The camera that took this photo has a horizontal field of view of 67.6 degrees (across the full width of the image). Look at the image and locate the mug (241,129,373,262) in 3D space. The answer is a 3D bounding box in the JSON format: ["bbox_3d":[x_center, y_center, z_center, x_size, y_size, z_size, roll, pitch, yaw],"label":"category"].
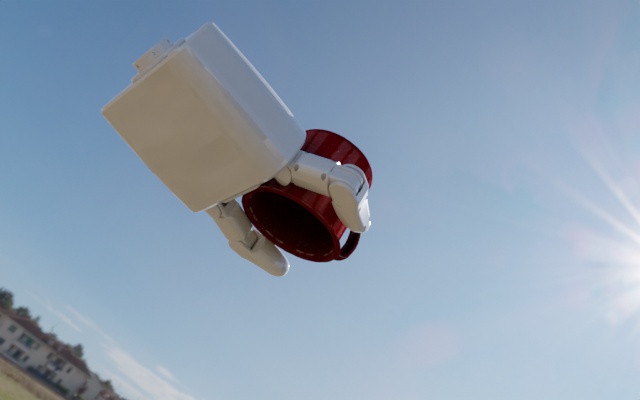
[{"bbox_3d":[0.001,0.002,0.417,0.093,0.081,0.117,-7,-49,47],"label":"mug"}]
